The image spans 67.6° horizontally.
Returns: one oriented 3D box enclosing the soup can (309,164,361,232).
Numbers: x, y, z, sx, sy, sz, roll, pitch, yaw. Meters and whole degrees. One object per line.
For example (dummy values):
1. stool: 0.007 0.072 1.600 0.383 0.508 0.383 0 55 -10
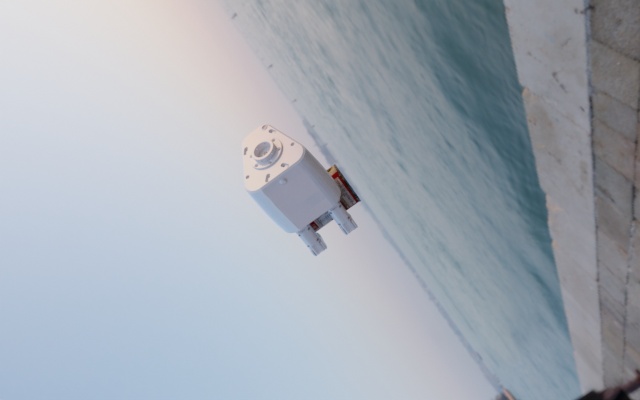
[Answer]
1. soup can: 0.000 0.003 0.715 0.102 0.068 0.068 -36 -3 4
